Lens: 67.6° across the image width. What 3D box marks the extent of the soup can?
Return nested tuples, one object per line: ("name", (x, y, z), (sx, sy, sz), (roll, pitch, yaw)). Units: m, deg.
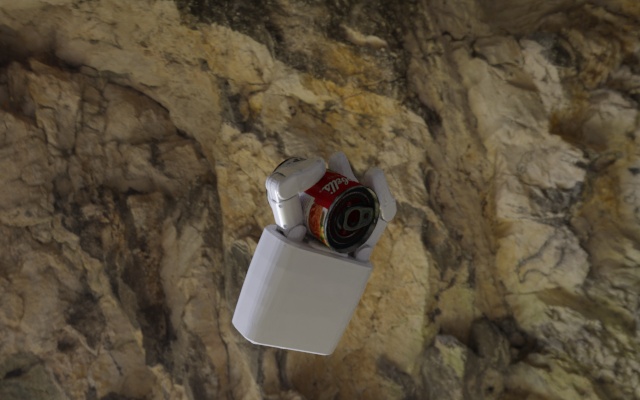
("soup can", (0.000, 0.001, 0.479), (0.068, 0.068, 0.102), (0, 20, -41))
